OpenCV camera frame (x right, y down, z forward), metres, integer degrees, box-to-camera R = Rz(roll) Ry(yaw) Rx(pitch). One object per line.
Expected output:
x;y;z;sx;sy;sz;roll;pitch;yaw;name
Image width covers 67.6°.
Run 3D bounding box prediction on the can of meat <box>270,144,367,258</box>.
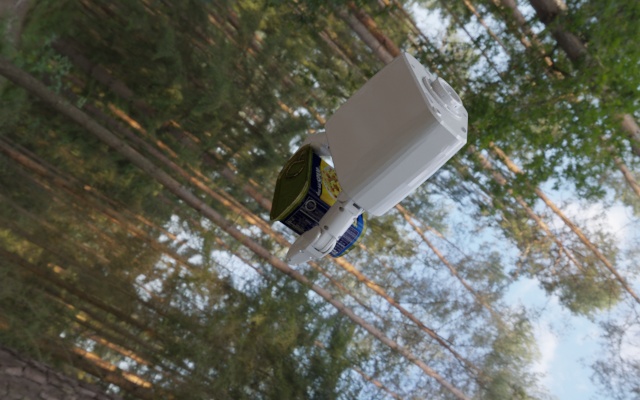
0.000;0.002;0.504;0.084;0.057;0.102;36;29;-21;can of meat
